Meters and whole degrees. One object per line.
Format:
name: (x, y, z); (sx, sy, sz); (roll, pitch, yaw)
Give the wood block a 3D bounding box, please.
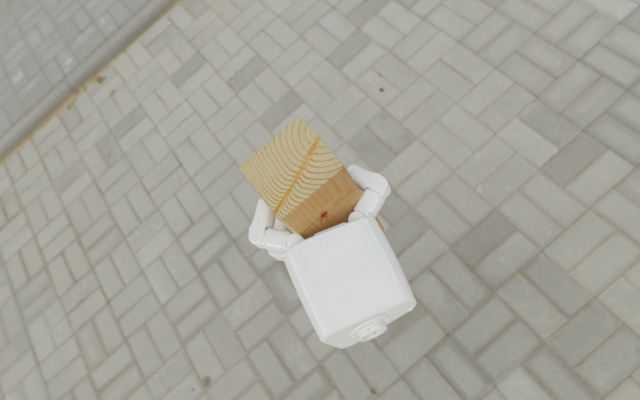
wood block: (0.001, 0.002, 0.597); (0.091, 0.090, 0.206); (-40, -29, 0)
